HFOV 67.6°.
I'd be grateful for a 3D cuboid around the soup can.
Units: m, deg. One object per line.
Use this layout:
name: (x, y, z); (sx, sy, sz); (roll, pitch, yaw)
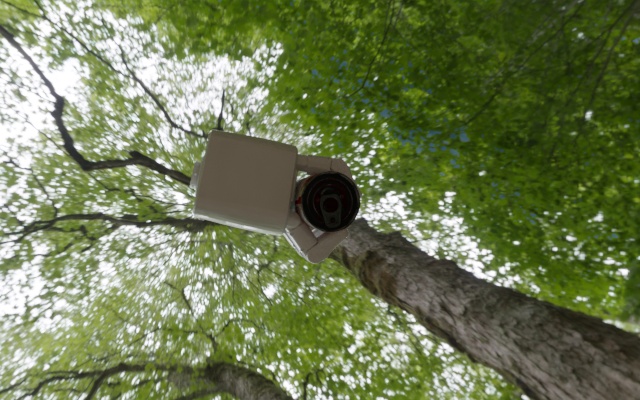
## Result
soup can: (0.001, 0.002, 0.575); (0.068, 0.068, 0.102); (0, 0, -13)
